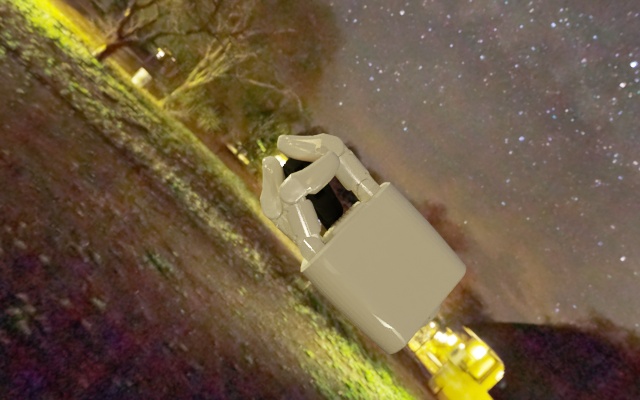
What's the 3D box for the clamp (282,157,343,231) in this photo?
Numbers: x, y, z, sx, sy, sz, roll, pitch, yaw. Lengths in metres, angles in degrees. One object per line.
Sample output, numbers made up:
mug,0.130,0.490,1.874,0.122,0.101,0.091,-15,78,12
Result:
clamp,0.000,0.001,0.504,0.039,0.120,0.171,-45,0,-1
